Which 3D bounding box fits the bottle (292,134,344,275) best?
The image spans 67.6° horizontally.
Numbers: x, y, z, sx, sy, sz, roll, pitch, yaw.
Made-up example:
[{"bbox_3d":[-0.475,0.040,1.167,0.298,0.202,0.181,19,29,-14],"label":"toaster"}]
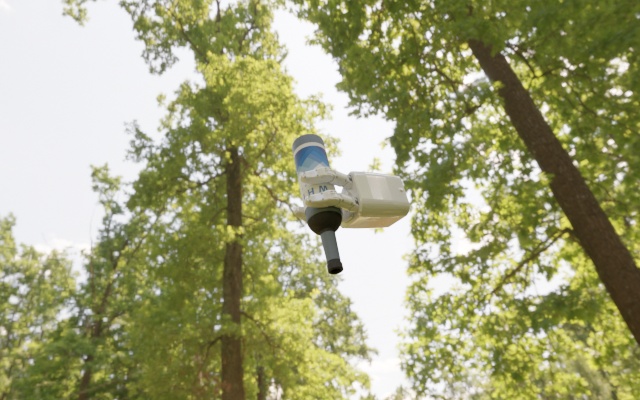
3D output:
[{"bbox_3d":[0.000,0.003,0.897,0.069,0.295,0.069,-8,-35,-6],"label":"bottle"}]
